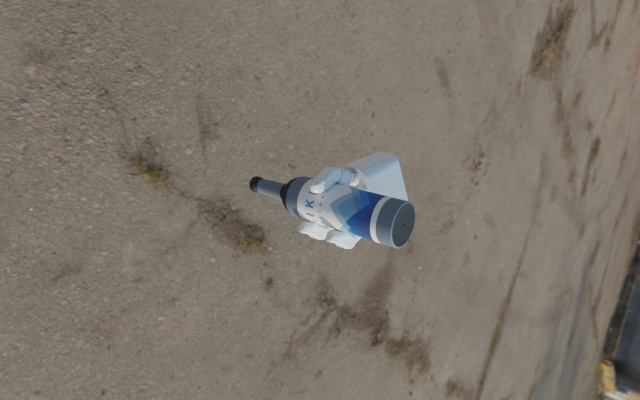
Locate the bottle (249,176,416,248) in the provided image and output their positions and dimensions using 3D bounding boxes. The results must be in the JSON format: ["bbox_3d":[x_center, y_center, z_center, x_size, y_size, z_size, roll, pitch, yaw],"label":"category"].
[{"bbox_3d":[0.000,0.002,0.738,0.295,0.069,0.069,15,9,37],"label":"bottle"}]
